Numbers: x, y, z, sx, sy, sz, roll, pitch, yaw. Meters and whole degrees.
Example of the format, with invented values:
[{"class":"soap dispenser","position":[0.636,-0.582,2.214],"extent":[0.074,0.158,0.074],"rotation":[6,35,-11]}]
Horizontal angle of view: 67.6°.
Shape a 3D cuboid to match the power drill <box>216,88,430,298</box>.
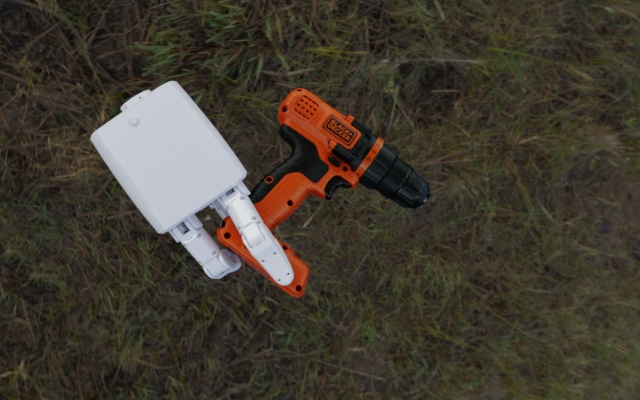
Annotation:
[{"class":"power drill","position":[0.000,0.002,0.490],"extent":[0.184,0.187,0.057],"rotation":[35,-15,-1]}]
